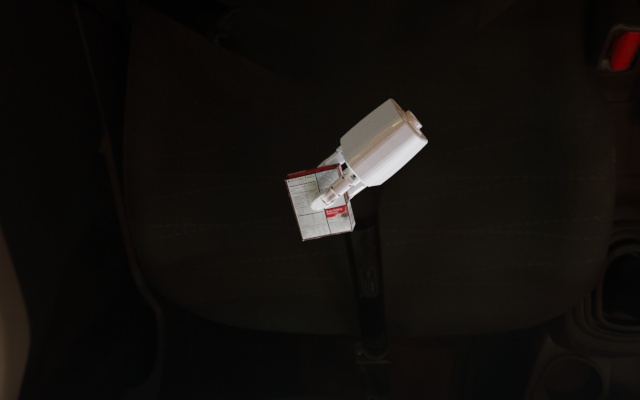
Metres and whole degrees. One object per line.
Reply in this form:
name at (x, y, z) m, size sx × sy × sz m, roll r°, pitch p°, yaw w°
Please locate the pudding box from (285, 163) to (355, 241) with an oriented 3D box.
pudding box at (0.000, 0.003, 0.782) m, size 0.090 × 0.113 × 0.039 m, roll -12°, pitch 14°, yaw 12°
